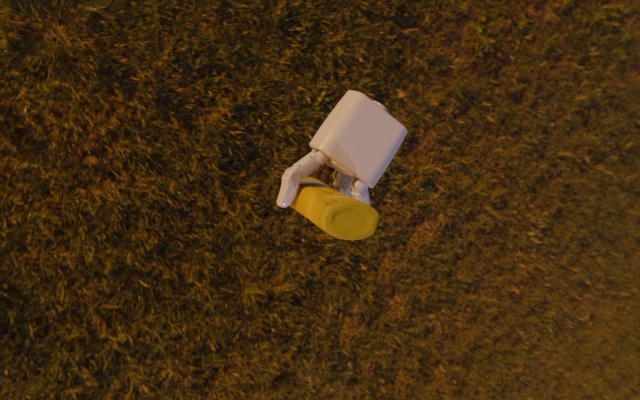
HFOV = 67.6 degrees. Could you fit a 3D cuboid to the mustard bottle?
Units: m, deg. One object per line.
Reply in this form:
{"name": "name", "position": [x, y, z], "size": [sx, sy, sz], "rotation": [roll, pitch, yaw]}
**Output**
{"name": "mustard bottle", "position": [0.000, 0.003, 0.737], "size": [0.096, 0.058, 0.191], "rotation": [7, 13, -31]}
